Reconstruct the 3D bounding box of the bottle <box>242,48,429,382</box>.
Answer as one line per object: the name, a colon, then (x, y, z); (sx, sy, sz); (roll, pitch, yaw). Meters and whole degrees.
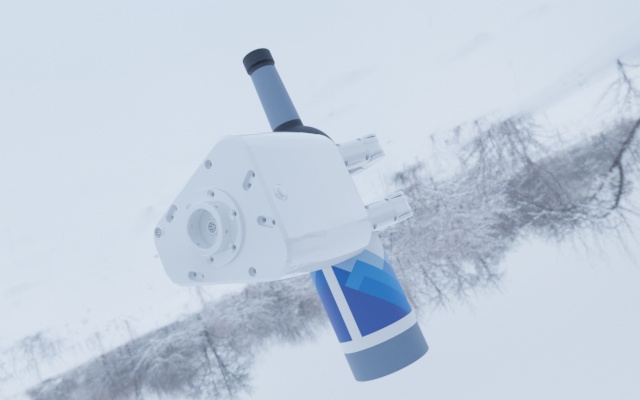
bottle: (0.000, 0.002, 0.415); (0.069, 0.295, 0.069); (-23, -8, -4)
